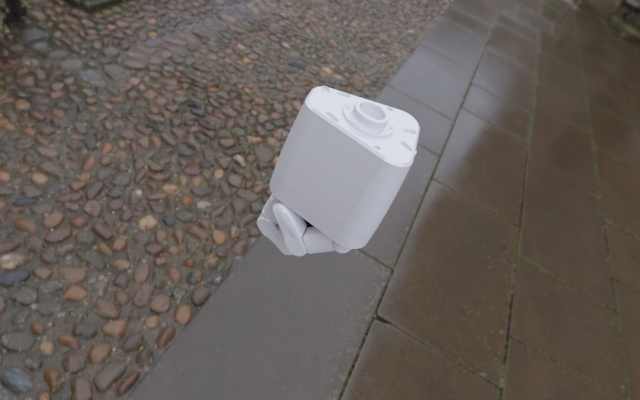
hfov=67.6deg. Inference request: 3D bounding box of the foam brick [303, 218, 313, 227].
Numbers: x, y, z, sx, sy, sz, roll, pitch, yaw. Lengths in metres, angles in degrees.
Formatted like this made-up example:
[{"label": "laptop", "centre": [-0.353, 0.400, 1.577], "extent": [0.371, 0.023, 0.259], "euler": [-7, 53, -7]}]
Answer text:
[{"label": "foam brick", "centre": [0.000, 0.002, 0.522], "extent": [0.053, 0.051, 0.078], "euler": [25, 40, -1]}]
